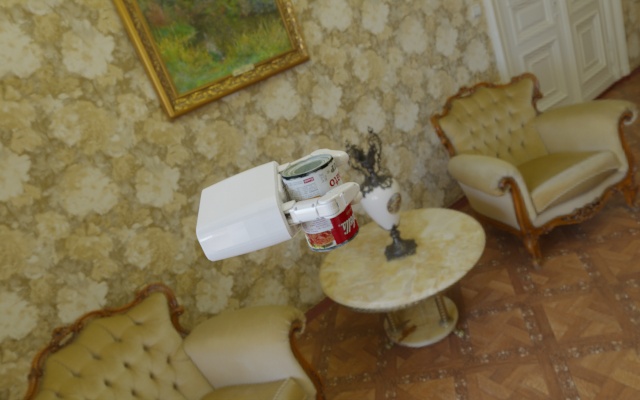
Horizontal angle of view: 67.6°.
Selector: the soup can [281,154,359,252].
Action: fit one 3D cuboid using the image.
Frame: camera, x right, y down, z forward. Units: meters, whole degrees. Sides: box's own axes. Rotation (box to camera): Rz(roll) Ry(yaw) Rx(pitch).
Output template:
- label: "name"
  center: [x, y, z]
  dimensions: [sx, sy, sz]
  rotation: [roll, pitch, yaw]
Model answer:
- label: "soup can"
  center: [0.000, 0.002, 0.588]
  dimensions: [0.068, 0.102, 0.068]
  rotation: [-19, 19, 7]
